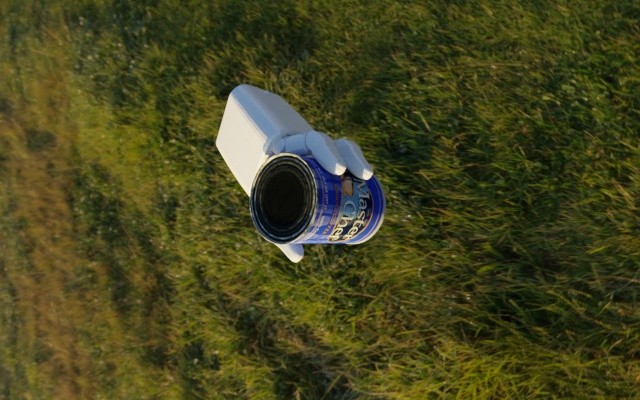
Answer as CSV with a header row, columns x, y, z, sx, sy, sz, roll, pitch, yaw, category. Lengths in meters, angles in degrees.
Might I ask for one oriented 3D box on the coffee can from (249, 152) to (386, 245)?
x,y,z,sx,sy,sz,roll,pitch,yaw,category
0.000,0.002,0.579,0.103,0.103,0.140,0,-4,38,coffee can
